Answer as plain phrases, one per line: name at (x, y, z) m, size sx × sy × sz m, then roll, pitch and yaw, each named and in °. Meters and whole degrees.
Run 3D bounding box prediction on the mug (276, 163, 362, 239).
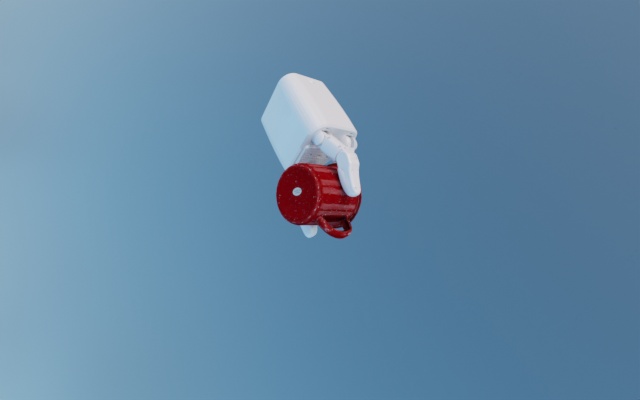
mug at (0.001, 0.003, 0.638) m, size 0.081 × 0.117 × 0.093 m, roll 2°, pitch -38°, yaw -49°
